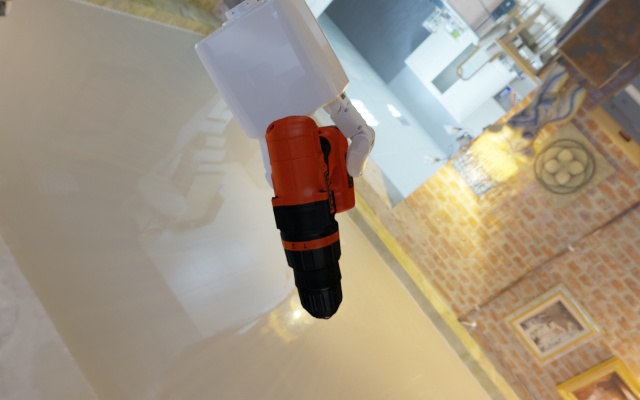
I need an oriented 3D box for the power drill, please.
[{"bbox_3d":[0.000,0.001,0.484,0.057,0.184,0.187,-6,13,9],"label":"power drill"}]
